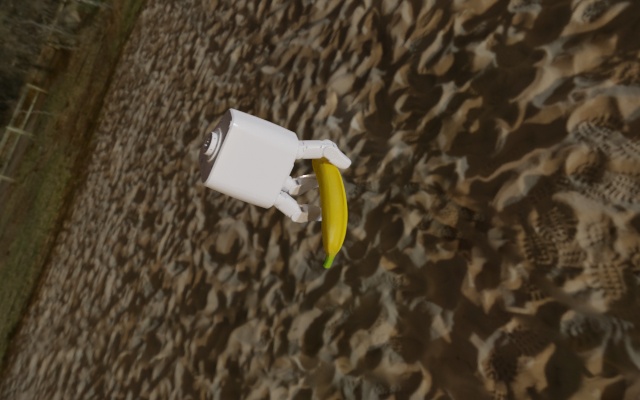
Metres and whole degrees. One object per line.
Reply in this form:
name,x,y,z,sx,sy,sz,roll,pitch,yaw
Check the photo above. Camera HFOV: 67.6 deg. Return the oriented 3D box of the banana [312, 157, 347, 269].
banana,0.011,-0.003,0.718,0.037,0.197,0.070,15,-34,-30
